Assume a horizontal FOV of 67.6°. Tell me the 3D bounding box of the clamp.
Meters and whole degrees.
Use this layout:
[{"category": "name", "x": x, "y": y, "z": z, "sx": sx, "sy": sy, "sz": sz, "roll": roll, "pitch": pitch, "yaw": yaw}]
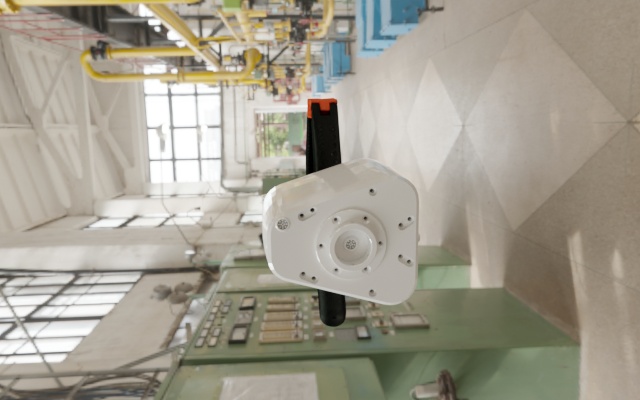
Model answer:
[{"category": "clamp", "x": -0.001, "y": 0.001, "z": 0.497, "sx": 0.036, "sy": 0.210, "sz": 0.164, "roll": -3, "pitch": 10, "yaw": -9}]
